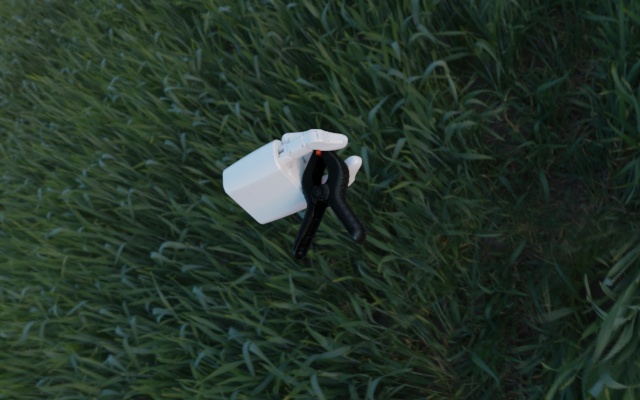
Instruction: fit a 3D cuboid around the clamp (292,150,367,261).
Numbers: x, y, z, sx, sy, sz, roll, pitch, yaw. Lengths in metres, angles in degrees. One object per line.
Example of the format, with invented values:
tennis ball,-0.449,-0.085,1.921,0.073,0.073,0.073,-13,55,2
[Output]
clamp,0.000,0.002,0.679,0.120,0.171,0.039,-24,-34,25
